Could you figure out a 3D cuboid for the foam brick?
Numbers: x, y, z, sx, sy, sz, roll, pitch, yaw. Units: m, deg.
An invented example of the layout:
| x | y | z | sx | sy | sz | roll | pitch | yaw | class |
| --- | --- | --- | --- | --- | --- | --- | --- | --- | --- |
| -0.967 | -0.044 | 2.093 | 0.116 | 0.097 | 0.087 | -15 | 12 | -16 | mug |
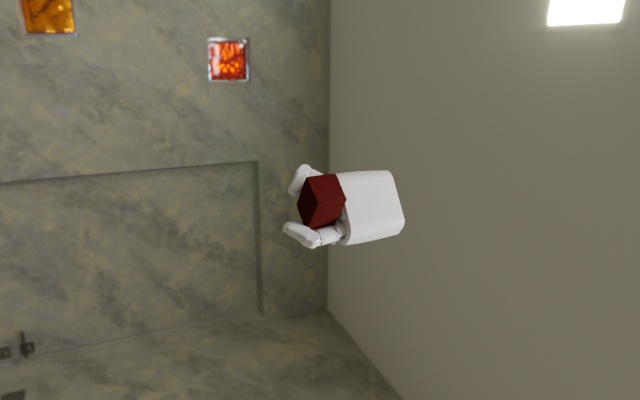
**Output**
| x | y | z | sx | sy | sz | roll | pitch | yaw | class |
| --- | --- | --- | --- | --- | --- | --- | --- | --- | --- |
| 0.000 | 0.002 | 0.748 | 0.051 | 0.053 | 0.078 | -8 | -32 | -22 | foam brick |
